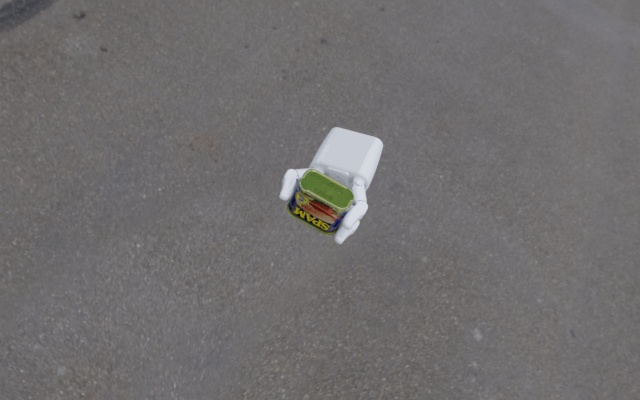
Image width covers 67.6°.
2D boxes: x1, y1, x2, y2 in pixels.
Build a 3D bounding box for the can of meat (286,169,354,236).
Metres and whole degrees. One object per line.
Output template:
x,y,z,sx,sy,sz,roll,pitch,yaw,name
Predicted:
0.000,0.003,0.829,0.102,0.057,0.084,29,-37,1,can of meat
